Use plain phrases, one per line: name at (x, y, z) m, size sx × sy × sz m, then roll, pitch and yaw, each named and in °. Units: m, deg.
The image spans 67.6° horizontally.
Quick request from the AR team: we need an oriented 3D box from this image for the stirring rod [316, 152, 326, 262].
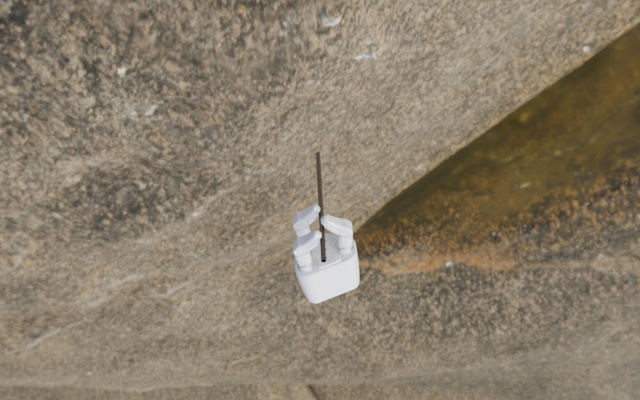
stirring rod at (0.000, 0.003, 0.814) m, size 0.011 × 0.239 × 0.011 m, roll -2°, pitch -41°, yaw -1°
